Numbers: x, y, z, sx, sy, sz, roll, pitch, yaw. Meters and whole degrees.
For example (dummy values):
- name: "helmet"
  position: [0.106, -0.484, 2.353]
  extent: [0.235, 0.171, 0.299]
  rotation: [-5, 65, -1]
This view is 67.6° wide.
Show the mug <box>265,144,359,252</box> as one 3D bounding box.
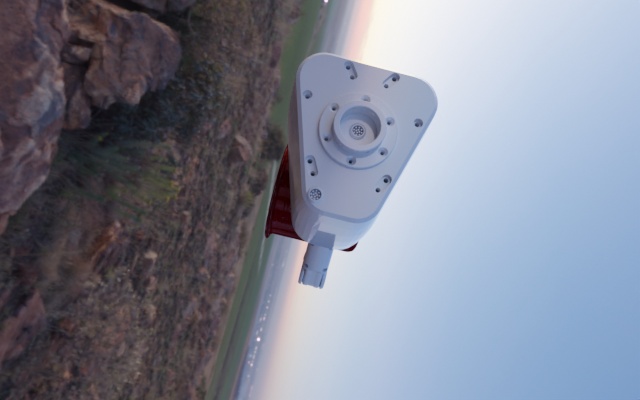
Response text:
- name: "mug"
  position: [0.000, 0.002, 0.448]
  extent: [0.081, 0.093, 0.117]
  rotation: [15, -12, 0]
